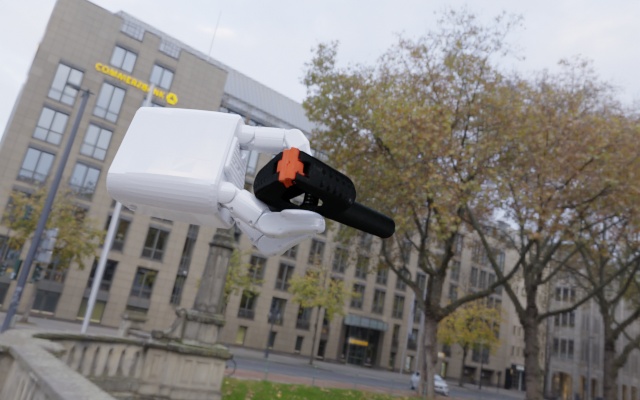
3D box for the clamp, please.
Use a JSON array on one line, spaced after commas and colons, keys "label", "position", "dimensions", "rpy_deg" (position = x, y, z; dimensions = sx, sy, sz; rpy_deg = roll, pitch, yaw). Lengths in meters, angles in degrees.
[{"label": "clamp", "position": [0.000, 0.001, 0.470], "dimensions": [0.164, 0.036, 0.210], "rpy_deg": [5, -16, 3]}]
